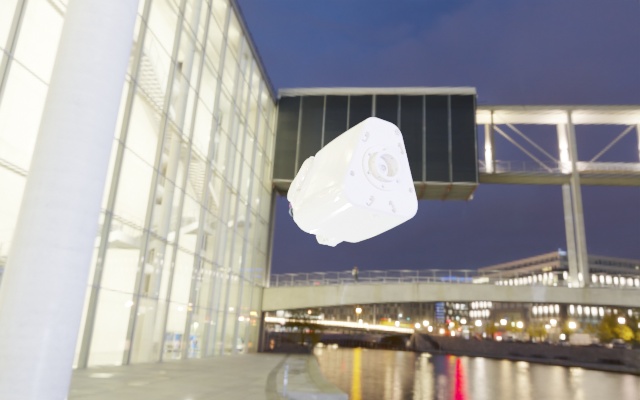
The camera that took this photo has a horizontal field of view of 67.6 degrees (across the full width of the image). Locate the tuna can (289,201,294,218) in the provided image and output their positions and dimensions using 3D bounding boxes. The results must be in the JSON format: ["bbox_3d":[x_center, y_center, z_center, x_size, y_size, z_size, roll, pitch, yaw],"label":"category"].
[{"bbox_3d":[0.000,0.002,0.659,0.086,0.033,0.086,1,-21,0],"label":"tuna can"}]
